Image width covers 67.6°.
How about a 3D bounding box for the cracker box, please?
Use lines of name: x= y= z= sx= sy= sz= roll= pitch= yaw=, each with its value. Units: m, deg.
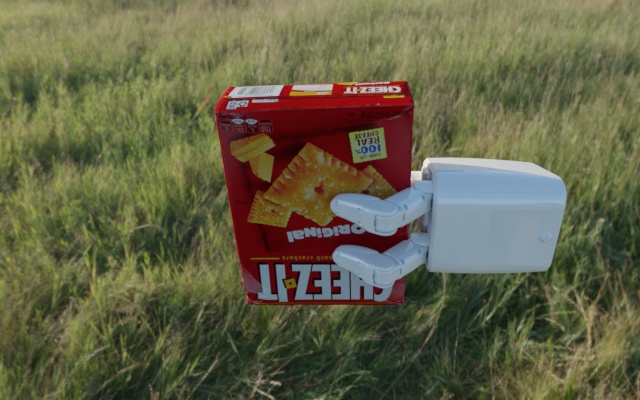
cracker box: x=0.000 y=0.001 z=0.453 sx=0.164 sy=0.214 sz=0.072 roll=-1 pitch=30 yaw=5
